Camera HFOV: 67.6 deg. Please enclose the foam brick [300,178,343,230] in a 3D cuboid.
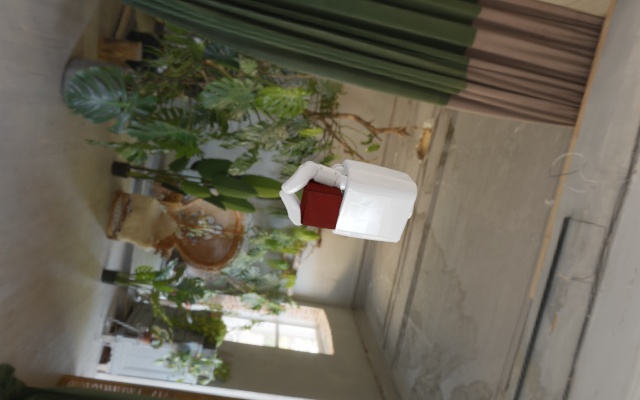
[{"bbox_3d":[0.000,0.002,0.695,0.051,0.053,0.078,11,17,-6],"label":"foam brick"}]
